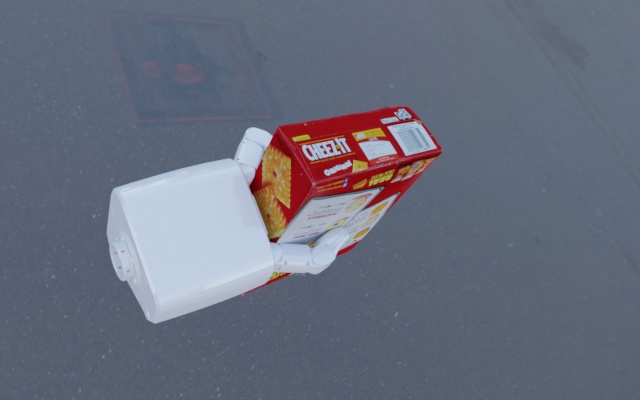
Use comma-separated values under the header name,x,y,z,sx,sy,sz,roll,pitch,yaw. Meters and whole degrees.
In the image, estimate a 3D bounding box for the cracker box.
name,x,y,z,sx,sy,sz,roll,pitch,yaw
cracker box,0.000,0.002,0.501,0.164,0.072,0.214,-17,-24,-35
